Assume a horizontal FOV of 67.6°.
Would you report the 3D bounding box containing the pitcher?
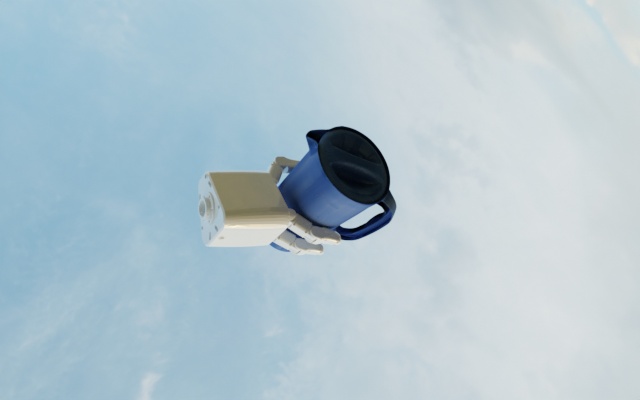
[{"bbox_3d":[0.000,0.003,0.791,0.145,0.149,0.243,0,-26,-36],"label":"pitcher"}]
